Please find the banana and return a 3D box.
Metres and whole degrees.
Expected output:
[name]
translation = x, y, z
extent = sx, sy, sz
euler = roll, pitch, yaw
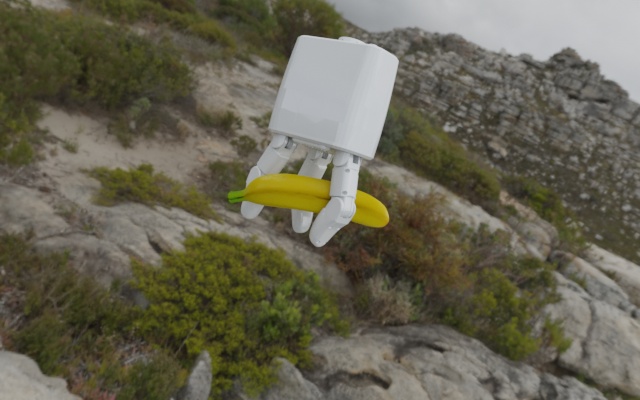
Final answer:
[banana]
translation = 0.005, 0.000, 0.519
extent = 0.198, 0.037, 0.069
euler = 12, -9, -24
